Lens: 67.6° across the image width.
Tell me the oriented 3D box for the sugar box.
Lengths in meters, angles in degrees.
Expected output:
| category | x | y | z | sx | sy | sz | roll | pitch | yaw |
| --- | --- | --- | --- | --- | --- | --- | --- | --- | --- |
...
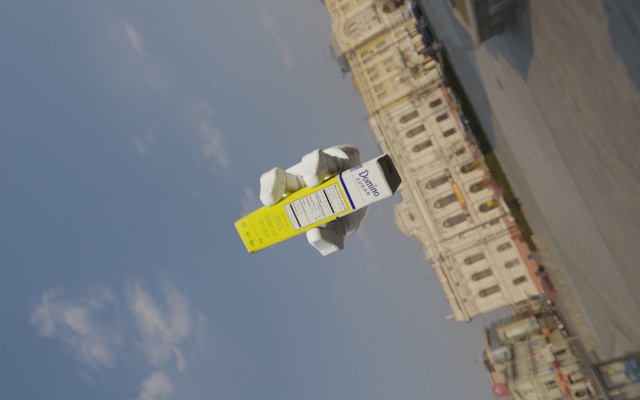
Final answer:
| category | x | y | z | sx | sy | sz | roll | pitch | yaw |
| --- | --- | --- | --- | --- | --- | --- | --- | --- | --- |
| sugar box | 0.000 | 0.001 | 0.542 | 0.176 | 0.048 | 0.093 | -26 | 3 | 18 |
